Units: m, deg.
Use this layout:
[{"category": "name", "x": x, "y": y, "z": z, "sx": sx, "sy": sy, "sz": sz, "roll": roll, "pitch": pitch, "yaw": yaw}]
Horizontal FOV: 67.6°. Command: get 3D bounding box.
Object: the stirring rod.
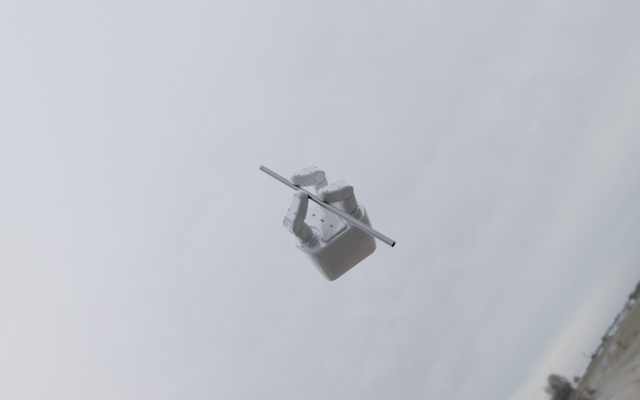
[{"category": "stirring rod", "x": 0.000, "y": 0.002, "z": 0.632, "sx": 0.239, "sy": 0.011, "sz": 0.011, "roll": 30, "pitch": 18, "yaw": 34}]
